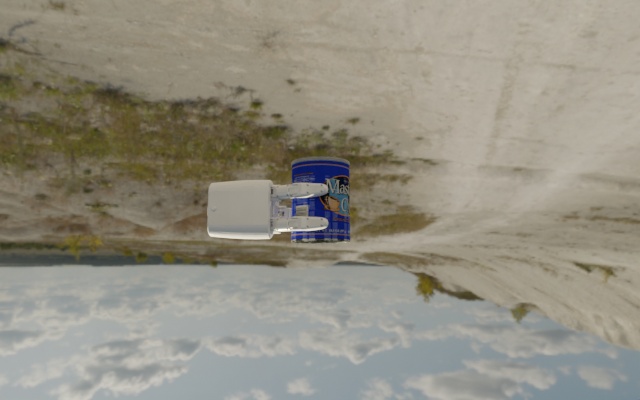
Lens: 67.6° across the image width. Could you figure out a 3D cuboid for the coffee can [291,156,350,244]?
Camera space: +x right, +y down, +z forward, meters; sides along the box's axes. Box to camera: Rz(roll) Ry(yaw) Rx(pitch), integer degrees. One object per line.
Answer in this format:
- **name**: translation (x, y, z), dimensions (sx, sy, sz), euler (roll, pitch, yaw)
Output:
- **coffee can**: translation (0.000, 0.003, 0.828), dimensions (0.103, 0.140, 0.103), euler (0, -8, 0)
